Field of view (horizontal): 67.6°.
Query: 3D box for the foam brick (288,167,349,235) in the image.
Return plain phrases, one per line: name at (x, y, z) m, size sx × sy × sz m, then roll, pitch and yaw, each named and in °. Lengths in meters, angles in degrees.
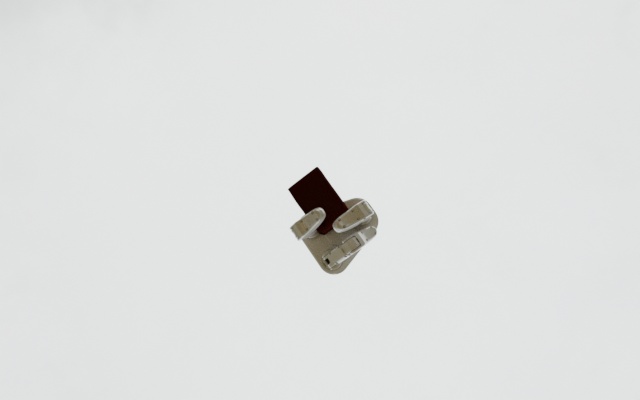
foam brick at (0.000, 0.002, 0.661) m, size 0.053 × 0.078 × 0.051 m, roll -35°, pitch -9°, yaw 3°
